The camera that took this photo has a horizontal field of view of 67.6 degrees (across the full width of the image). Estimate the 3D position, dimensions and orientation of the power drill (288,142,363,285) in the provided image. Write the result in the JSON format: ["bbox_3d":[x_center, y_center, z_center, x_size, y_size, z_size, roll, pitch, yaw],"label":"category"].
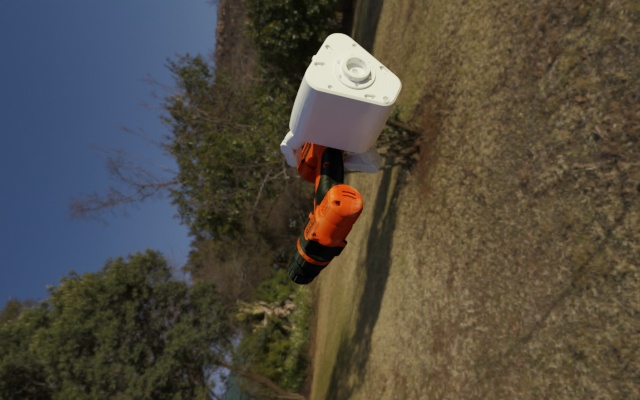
[{"bbox_3d":[0.000,0.002,0.658,0.057,0.187,0.184,14,-44,-19],"label":"power drill"}]
